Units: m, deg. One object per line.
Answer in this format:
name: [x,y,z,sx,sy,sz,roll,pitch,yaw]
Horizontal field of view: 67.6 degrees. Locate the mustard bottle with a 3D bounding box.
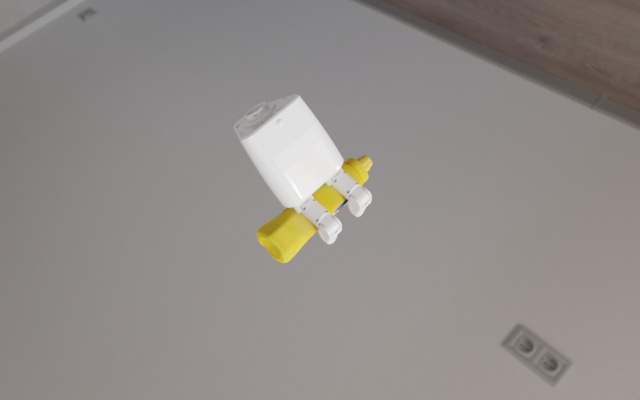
mustard bottle: [0.000,0.003,0.660,0.191,0.058,0.096,-42,1,-16]
